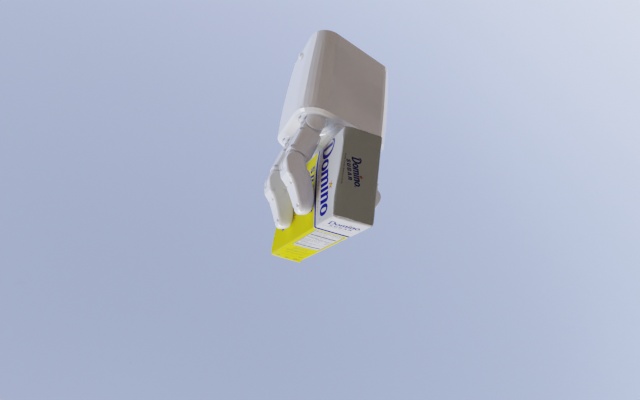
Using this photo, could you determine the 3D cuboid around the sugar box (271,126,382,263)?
[{"bbox_3d":[0.000,0.001,0.498,0.048,0.093,0.176,15,-23,-16],"label":"sugar box"}]
